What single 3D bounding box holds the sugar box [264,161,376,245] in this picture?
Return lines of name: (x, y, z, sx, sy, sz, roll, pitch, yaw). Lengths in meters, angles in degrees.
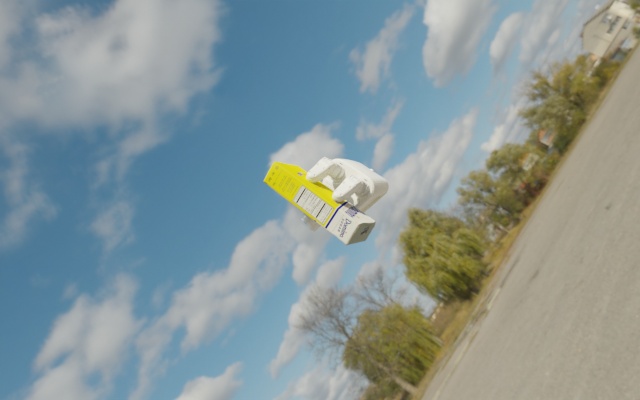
sugar box: (0.000, 0.002, 0.774, 0.176, 0.048, 0.093, 34, 13, 19)
